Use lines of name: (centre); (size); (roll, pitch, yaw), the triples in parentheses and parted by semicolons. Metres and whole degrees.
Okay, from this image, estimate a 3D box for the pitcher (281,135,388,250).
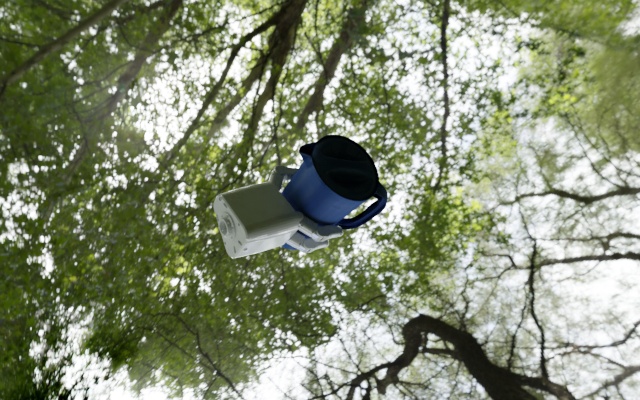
pitcher: (0.000, 0.003, 0.895); (0.145, 0.149, 0.243); (-16, -19, -38)
